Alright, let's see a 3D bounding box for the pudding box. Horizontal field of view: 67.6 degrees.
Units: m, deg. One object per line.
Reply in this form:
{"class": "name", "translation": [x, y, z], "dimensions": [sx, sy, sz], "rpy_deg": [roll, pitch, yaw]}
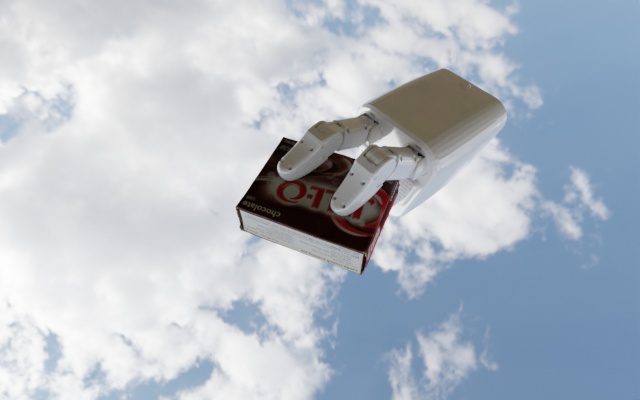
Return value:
{"class": "pudding box", "translation": [0.000, 0.001, 0.401], "dimensions": [0.113, 0.090, 0.039], "rpy_deg": [17, -39, 14]}
